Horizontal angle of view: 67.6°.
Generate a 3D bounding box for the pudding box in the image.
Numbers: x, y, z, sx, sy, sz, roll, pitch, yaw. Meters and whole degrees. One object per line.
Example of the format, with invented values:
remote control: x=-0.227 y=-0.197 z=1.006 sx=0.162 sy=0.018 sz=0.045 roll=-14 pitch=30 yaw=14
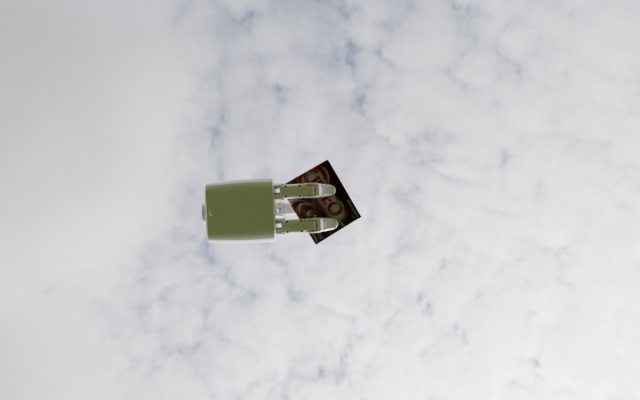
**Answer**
pudding box: x=0.000 y=0.003 z=0.790 sx=0.090 sy=0.113 sz=0.039 roll=-31 pitch=4 yaw=-7
